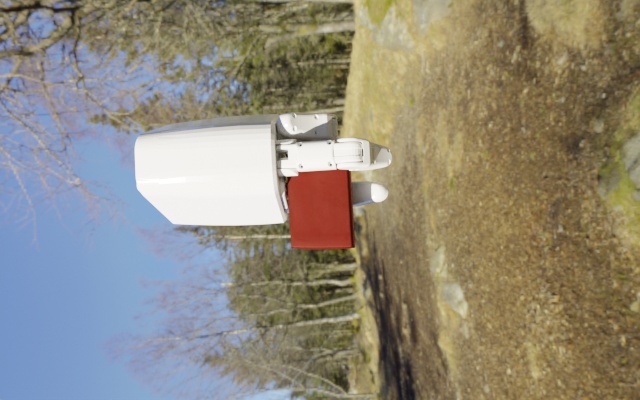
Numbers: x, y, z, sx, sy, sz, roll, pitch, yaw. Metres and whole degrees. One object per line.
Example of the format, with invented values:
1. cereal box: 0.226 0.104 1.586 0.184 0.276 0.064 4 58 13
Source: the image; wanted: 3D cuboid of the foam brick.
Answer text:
1. foam brick: 0.000 0.002 0.401 0.051 0.078 0.053 -3 -3 0
